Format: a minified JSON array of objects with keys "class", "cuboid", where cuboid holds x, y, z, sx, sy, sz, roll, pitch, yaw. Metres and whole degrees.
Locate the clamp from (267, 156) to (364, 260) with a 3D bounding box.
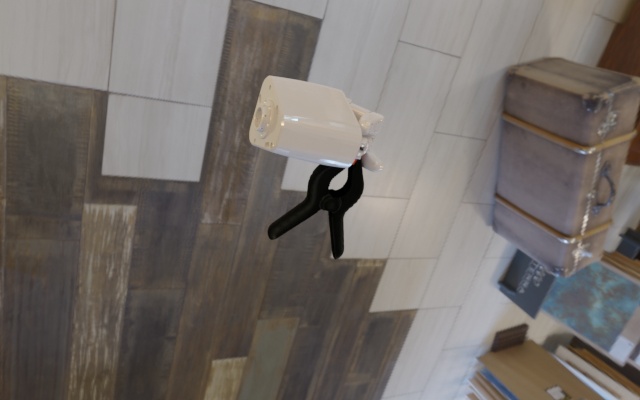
[{"class":"clamp","cuboid":[0.000,0.002,0.666,0.120,0.171,0.039,9,22,-25]}]
